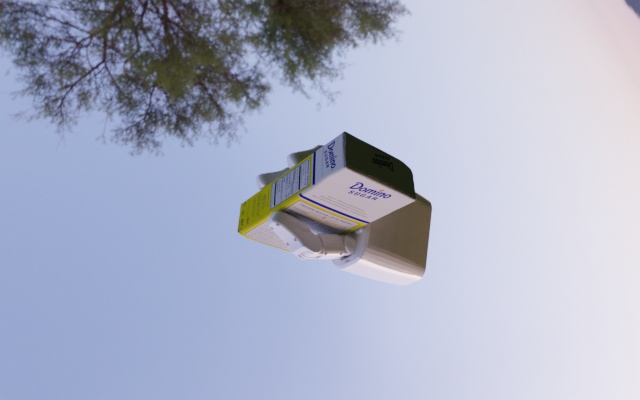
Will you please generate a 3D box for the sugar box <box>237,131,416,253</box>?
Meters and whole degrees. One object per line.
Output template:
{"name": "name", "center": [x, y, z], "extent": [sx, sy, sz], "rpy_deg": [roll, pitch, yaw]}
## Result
{"name": "sugar box", "center": [0.000, 0.001, 0.489], "extent": [0.093, 0.048, 0.176], "rpy_deg": [23, -38, -34]}
